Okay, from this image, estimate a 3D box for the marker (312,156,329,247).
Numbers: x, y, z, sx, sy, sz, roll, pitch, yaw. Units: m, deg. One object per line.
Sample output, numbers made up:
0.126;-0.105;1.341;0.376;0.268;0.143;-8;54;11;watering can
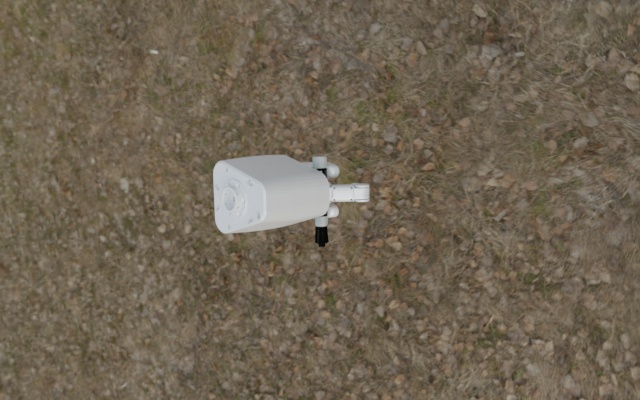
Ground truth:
0.000;0.002;0.638;0.020;0.121;0.020;-1;7;0;marker
